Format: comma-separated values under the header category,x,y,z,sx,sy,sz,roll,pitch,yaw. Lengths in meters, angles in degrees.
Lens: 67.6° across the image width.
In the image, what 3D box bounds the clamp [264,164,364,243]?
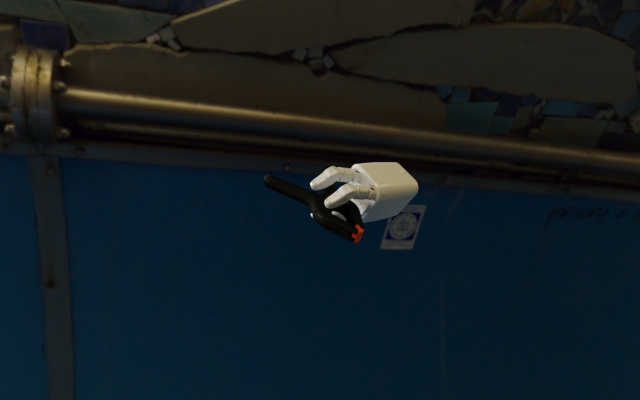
category,x,y,z,sx,sy,sz,roll,pitch,yaw
clamp,0.000,0.004,0.889,0.164,0.036,0.210,-8,43,-31
